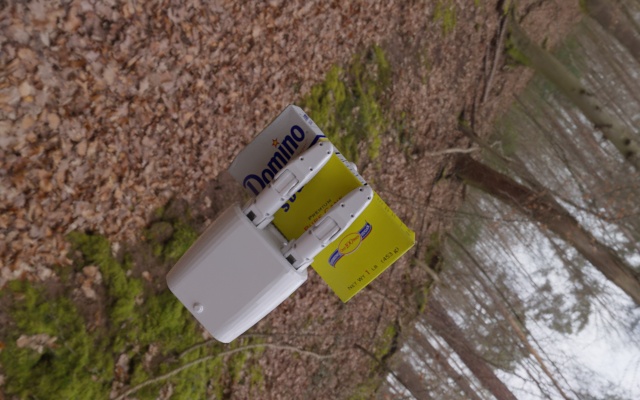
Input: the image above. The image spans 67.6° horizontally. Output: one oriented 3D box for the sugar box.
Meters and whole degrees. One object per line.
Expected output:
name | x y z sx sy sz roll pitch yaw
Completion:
sugar box | 0.000 0.002 0.467 0.093 0.176 0.048 -43 0 13
